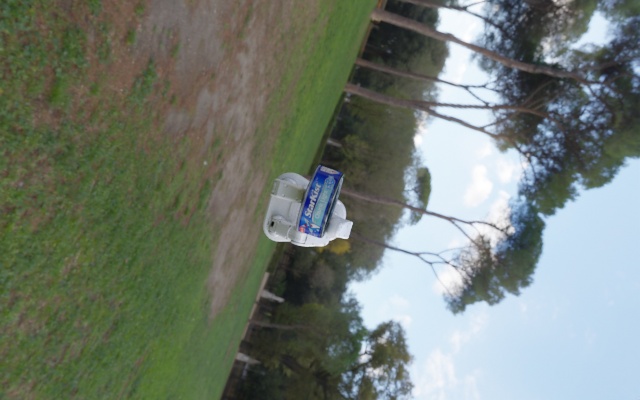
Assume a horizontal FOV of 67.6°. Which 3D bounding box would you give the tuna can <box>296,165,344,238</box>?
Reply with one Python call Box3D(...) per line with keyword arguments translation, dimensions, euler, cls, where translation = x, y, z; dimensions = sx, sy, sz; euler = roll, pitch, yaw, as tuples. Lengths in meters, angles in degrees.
Box3D(translation=(0.001, 0.002, 0.582), dimensions=(0.034, 0.086, 0.086), euler=(19, 2, 5), cls="tuna can")
